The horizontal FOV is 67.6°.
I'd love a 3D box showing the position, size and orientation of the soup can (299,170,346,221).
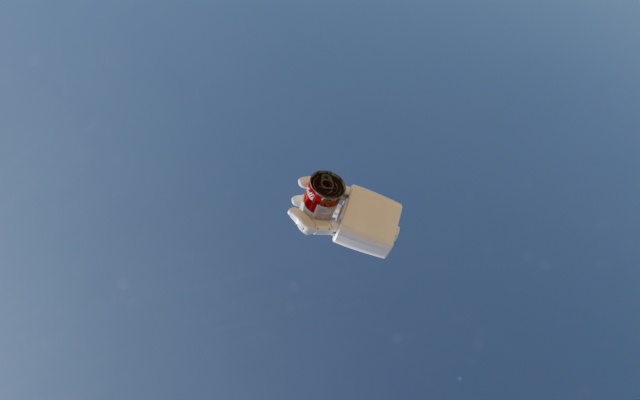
[{"bbox_3d":[0.000,0.003,0.892,0.068,0.068,0.102,0,-40,-21],"label":"soup can"}]
